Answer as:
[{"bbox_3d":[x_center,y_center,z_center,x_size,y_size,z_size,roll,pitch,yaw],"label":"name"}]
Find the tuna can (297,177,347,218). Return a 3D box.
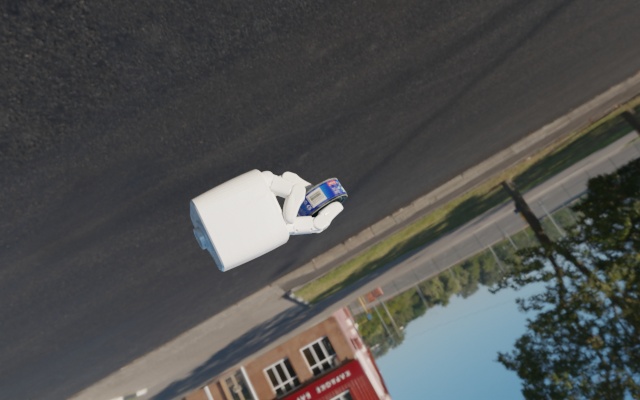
[{"bbox_3d":[0.000,0.003,0.762,0.086,0.033,0.086,-33,-13,-9],"label":"tuna can"}]
